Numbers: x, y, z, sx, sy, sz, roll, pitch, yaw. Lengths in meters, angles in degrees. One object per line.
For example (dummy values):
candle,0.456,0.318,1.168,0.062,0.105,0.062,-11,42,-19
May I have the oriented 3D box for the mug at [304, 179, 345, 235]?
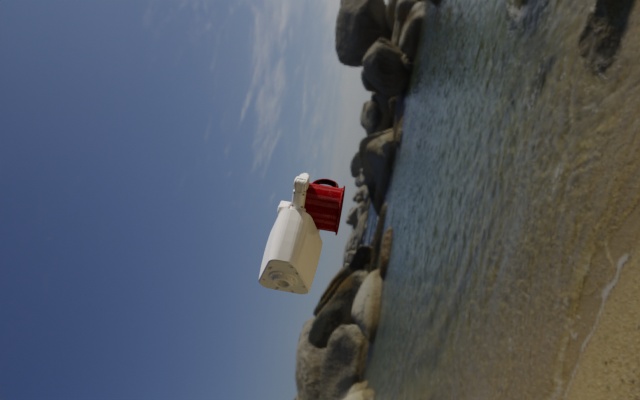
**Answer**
mug,0.000,0.002,0.888,0.081,0.117,0.093,10,-39,5
